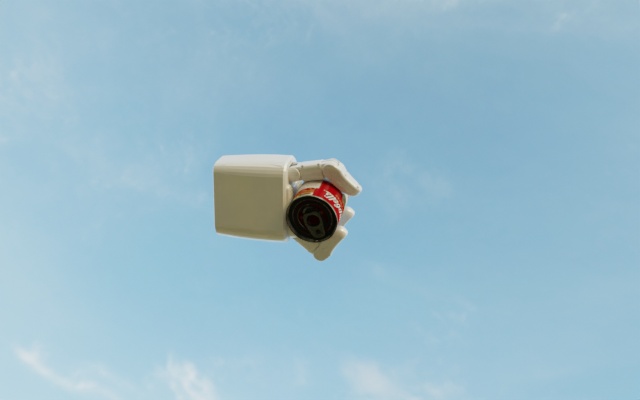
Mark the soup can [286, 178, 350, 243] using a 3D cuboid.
[{"bbox_3d":[0.001,0.002,0.644,0.068,0.068,0.102,0,26,15],"label":"soup can"}]
